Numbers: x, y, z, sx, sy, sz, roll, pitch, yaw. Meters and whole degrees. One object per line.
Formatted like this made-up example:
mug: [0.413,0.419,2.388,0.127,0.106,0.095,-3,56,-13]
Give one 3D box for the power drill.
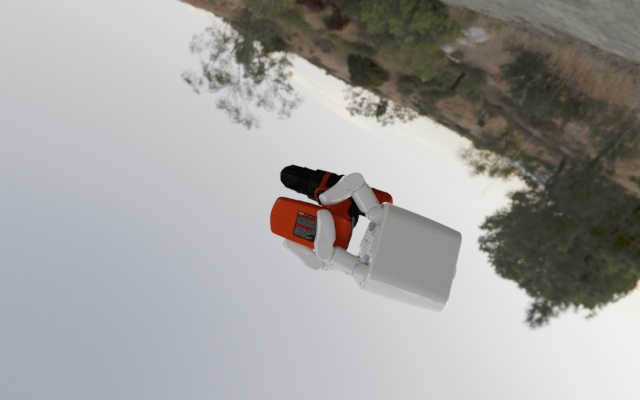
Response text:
power drill: [0.000,0.002,0.677,0.184,0.057,0.187,17,22,14]
